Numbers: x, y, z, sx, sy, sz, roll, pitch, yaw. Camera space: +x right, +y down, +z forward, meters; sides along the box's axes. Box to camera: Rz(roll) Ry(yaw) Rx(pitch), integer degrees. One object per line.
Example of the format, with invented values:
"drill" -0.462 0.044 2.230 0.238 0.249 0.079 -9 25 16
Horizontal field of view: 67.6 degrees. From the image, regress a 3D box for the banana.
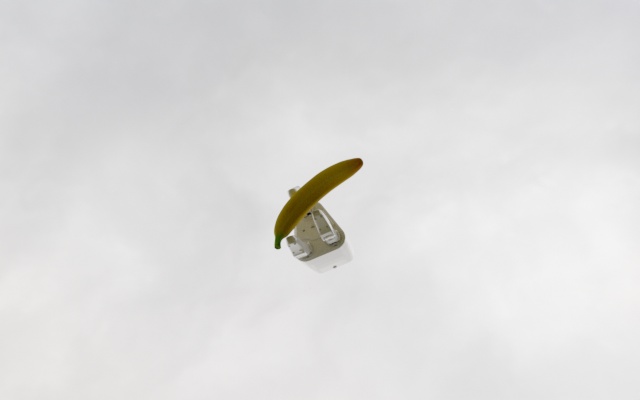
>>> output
"banana" -0.012 -0.003 0.780 0.069 0.198 0.037 39 -6 48
